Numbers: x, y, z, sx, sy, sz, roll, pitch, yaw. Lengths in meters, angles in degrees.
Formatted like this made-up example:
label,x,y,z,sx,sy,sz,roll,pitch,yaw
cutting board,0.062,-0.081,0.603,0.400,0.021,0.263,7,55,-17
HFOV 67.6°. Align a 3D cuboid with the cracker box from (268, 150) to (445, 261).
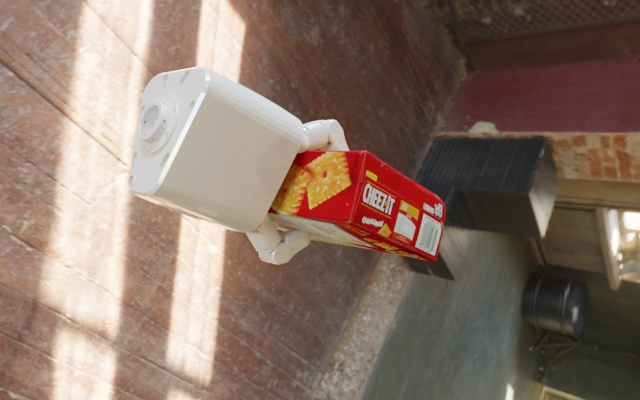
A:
label,x,y,z,sx,sy,sz,roll,pitch,yaw
cracker box,0.000,0.002,0.508,0.213,0.072,0.164,6,-12,41
